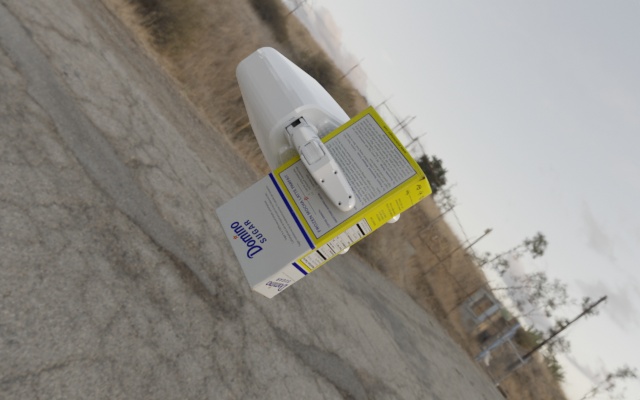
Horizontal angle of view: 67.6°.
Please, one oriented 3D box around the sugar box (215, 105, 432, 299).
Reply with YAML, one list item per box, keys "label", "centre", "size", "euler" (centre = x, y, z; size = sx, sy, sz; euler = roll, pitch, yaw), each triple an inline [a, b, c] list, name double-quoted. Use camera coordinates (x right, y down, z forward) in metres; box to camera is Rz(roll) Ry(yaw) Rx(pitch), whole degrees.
- label: "sugar box"
  centre: [0.000, 0.001, 0.433]
  size: [0.176, 0.093, 0.048]
  euler: [-34, -31, 5]
